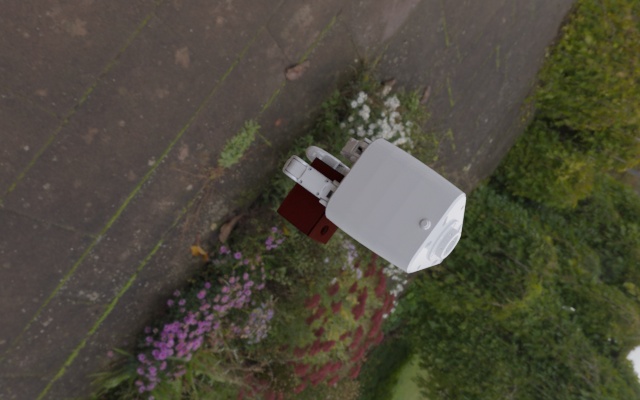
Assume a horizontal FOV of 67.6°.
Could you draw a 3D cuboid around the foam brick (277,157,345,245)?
[{"bbox_3d":[0.000,0.002,0.535,0.051,0.078,0.053,37,1,26],"label":"foam brick"}]
